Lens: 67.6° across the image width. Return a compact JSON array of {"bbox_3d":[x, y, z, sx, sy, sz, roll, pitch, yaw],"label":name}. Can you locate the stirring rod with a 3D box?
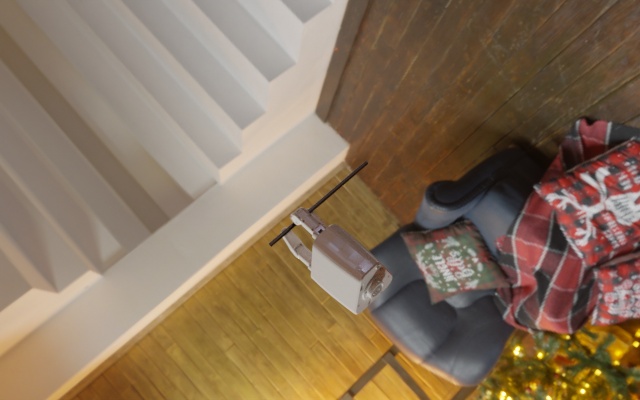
[{"bbox_3d":[0.000,0.003,0.861,0.239,0.011,0.011,-40,15,-18],"label":"stirring rod"}]
